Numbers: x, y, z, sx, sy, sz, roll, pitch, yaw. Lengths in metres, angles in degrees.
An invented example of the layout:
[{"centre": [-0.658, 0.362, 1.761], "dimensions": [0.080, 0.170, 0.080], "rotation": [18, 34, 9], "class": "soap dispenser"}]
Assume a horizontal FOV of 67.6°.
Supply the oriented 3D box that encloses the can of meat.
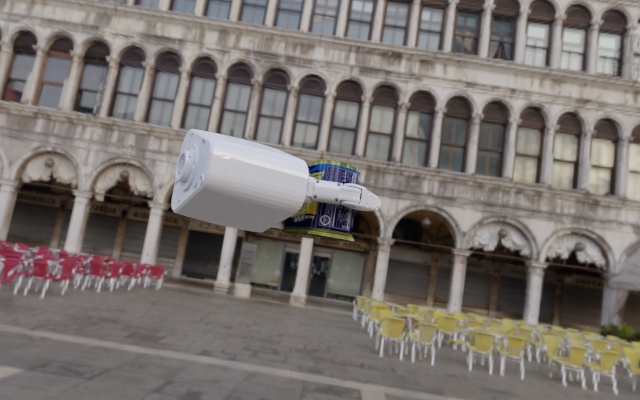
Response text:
[{"centre": [0.000, 0.002, 0.557], "dimensions": [0.057, 0.084, 0.102], "rotation": [13, -9, -28], "class": "can of meat"}]
